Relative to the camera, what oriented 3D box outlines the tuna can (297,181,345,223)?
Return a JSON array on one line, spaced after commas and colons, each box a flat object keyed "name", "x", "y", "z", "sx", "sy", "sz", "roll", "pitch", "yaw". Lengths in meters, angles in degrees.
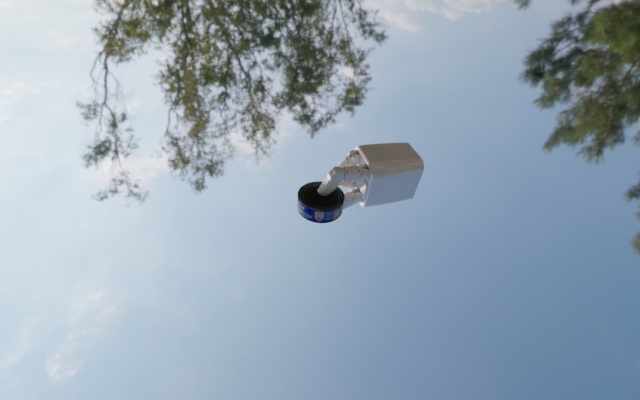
[{"name": "tuna can", "x": 0.000, "y": 0.003, "z": 0.873, "sx": 0.086, "sy": 0.034, "sz": 0.086, "roll": 4, "pitch": 37, "yaw": -3}]
